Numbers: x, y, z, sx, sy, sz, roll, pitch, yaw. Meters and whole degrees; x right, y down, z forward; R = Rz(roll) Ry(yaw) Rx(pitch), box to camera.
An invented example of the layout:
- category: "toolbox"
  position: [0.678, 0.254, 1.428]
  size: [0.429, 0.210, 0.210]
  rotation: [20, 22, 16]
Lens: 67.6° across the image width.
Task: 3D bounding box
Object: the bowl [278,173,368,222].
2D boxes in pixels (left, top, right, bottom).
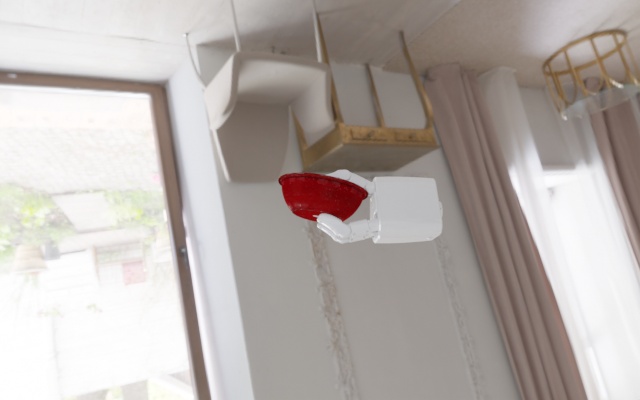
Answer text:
- category: "bowl"
  position: [-0.001, 0.003, 0.837]
  size: [0.162, 0.055, 0.162]
  rotation: [10, -14, 2]
